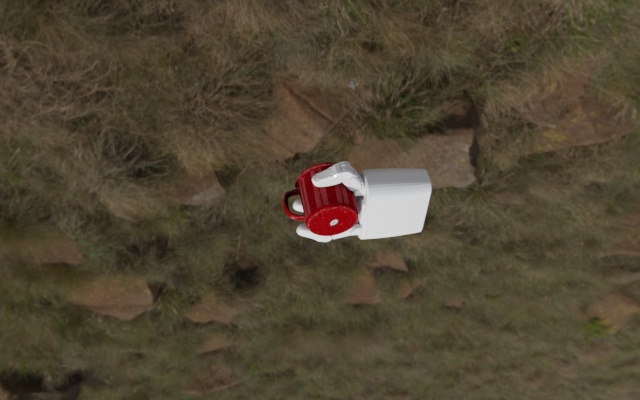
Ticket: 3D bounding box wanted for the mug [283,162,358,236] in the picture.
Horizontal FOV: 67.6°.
[{"bbox_3d":[-0.001,0.003,0.739,0.117,0.081,0.093,-5,-36,-9],"label":"mug"}]
